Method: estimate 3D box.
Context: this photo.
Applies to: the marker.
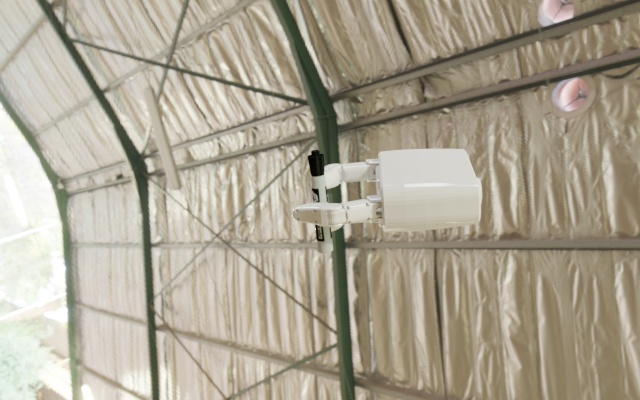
[{"bbox_3d":[0.000,0.002,0.549,0.020,0.121,0.020,-5,17,2],"label":"marker"}]
